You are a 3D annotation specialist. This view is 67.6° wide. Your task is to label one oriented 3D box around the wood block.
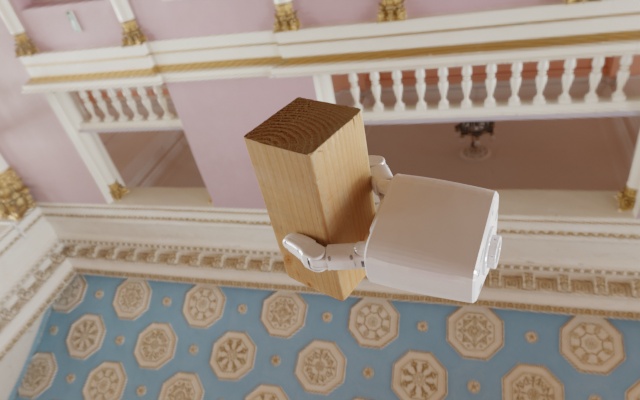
[{"bbox_3d":[0.000,0.002,0.537,0.090,0.206,0.090,19,47,34],"label":"wood block"}]
